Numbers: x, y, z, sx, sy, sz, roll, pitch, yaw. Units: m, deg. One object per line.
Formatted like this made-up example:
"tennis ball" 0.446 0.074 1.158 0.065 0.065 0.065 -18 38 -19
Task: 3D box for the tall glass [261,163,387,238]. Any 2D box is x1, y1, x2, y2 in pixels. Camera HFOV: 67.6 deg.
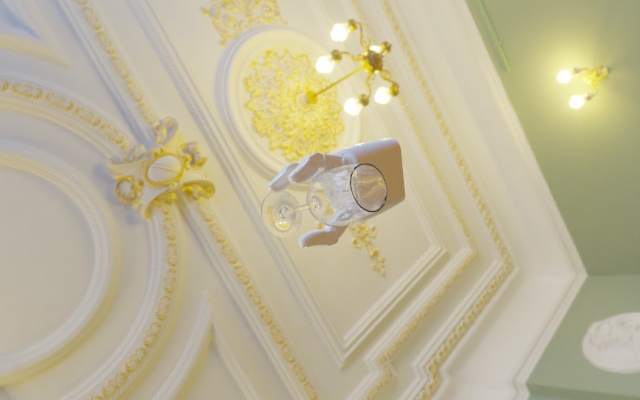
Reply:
"tall glass" 0.000 0.002 0.658 0.079 0.079 0.201 0 -10 -37
